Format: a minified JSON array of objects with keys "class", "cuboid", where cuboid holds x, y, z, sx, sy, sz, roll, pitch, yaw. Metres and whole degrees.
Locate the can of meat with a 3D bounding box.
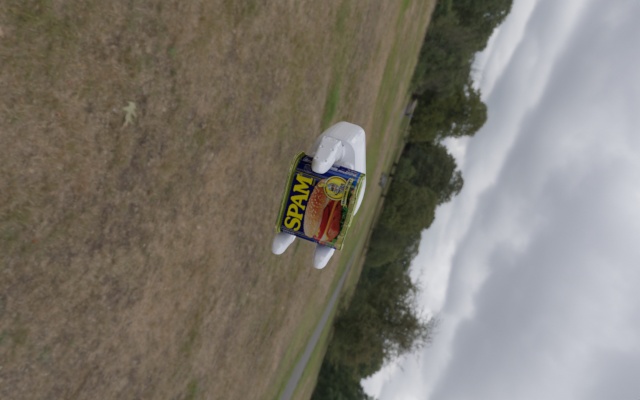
[{"class":"can of meat","cuboid":[0.000,0.002,0.573,0.084,0.102,0.057,18,19,6]}]
